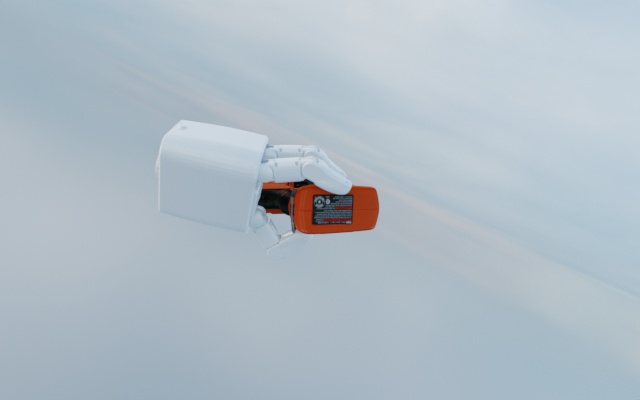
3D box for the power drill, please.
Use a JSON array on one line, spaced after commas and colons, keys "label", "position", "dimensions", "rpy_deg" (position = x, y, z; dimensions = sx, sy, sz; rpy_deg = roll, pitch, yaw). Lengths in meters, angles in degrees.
[{"label": "power drill", "position": [0.000, 0.002, 0.631], "dimensions": [0.184, 0.057, 0.187], "rpy_deg": [-3, 5, -23]}]
